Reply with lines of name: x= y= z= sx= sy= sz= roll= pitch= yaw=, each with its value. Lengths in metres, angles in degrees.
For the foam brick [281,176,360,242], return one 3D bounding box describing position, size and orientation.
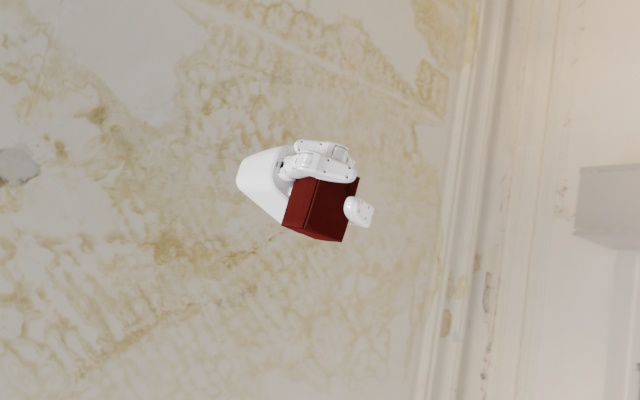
foam brick: x=0.000 y=0.002 z=0.523 sx=0.053 sy=0.078 sz=0.051 roll=24 pitch=-14 yaw=-31
